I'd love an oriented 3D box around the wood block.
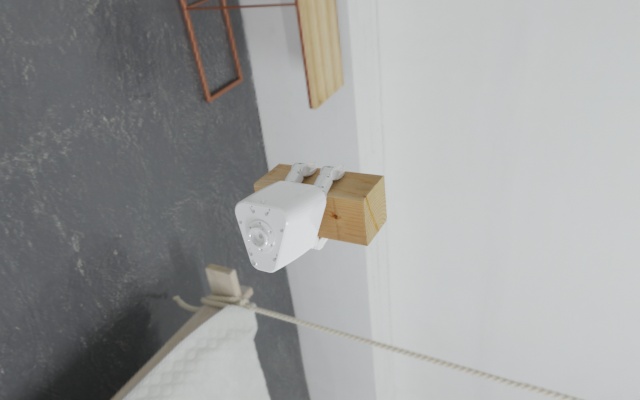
[{"bbox_3d":[0.000,0.003,0.824,0.206,0.091,0.090,9,33,28],"label":"wood block"}]
